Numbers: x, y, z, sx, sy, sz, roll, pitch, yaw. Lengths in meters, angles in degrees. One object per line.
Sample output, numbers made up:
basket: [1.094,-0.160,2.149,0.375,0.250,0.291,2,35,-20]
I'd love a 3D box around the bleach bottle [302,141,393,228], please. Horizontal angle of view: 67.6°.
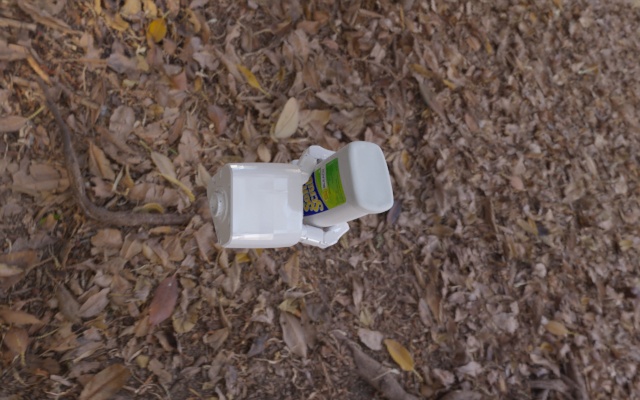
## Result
bleach bottle: [0.000,0.002,0.721,0.068,0.102,0.251,1,-18,-34]
